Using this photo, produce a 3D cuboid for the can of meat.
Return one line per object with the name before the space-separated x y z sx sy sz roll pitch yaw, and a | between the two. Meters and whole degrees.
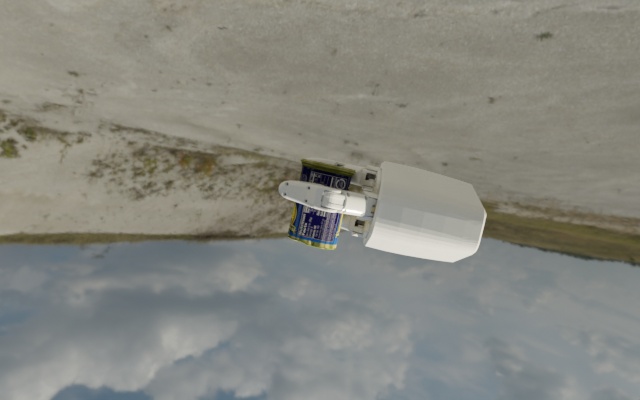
can of meat | 0.000 0.002 0.517 0.057 0.084 0.102 12 4 0
